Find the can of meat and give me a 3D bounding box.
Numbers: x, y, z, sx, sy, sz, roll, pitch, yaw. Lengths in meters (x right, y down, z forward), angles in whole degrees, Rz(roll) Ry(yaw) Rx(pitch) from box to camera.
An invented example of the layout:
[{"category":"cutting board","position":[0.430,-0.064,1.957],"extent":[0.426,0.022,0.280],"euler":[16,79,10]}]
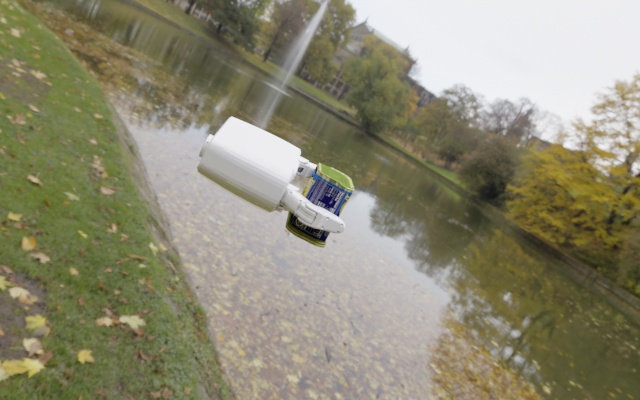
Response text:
[{"category":"can of meat","position":[0.000,0.002,0.622],"extent":[0.057,0.084,0.102],"euler":[27,11,-6]}]
